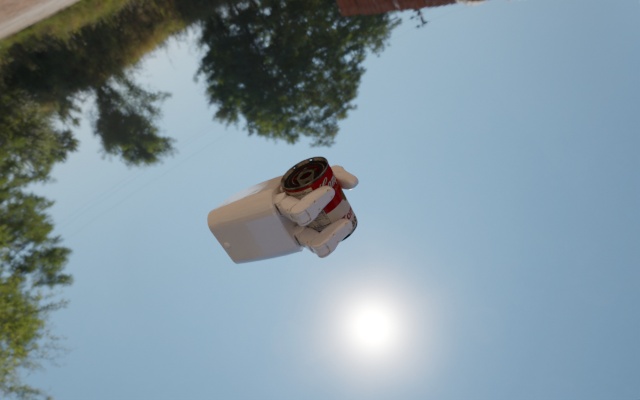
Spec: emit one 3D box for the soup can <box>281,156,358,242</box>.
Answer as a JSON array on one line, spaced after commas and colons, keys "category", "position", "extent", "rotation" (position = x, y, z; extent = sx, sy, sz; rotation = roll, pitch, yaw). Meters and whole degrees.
[{"category": "soup can", "position": [0.001, 0.002, 0.636], "extent": [0.068, 0.102, 0.068], "rotation": [-22, 30, 13]}]
